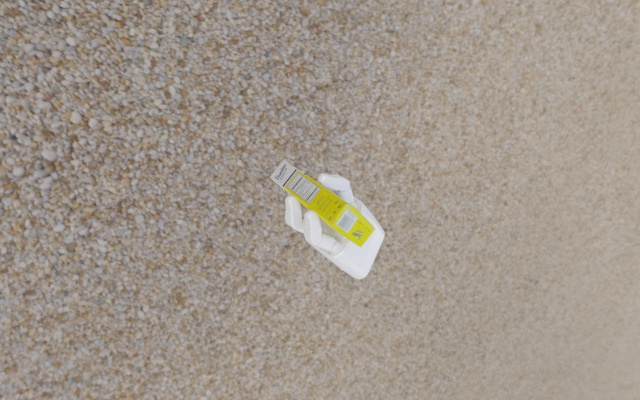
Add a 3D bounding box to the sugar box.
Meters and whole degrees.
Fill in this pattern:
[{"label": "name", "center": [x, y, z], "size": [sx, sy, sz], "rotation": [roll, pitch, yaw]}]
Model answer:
[{"label": "sugar box", "center": [0.000, 0.003, 0.778], "size": [0.176, 0.048, 0.093], "rotation": [33, -6, 43]}]
